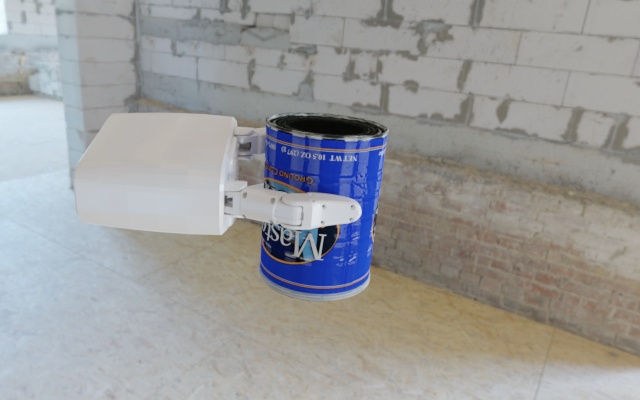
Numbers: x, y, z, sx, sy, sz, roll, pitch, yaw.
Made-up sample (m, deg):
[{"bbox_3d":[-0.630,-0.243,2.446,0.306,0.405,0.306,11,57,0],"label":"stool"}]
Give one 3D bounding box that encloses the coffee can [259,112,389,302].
[{"bbox_3d":[0.000,0.002,0.419,0.103,0.140,0.102,4,19,-2],"label":"coffee can"}]
